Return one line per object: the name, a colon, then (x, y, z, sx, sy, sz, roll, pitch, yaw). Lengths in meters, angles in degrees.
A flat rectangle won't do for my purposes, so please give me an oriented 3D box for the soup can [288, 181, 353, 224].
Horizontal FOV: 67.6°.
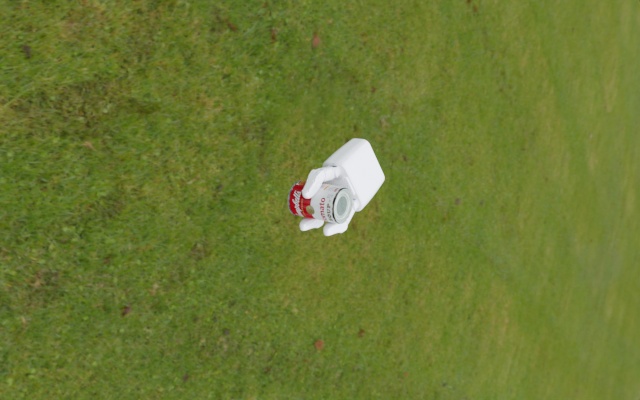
soup can: (0.000, 0.003, 0.882, 0.102, 0.068, 0.068, 10, 5, 33)
